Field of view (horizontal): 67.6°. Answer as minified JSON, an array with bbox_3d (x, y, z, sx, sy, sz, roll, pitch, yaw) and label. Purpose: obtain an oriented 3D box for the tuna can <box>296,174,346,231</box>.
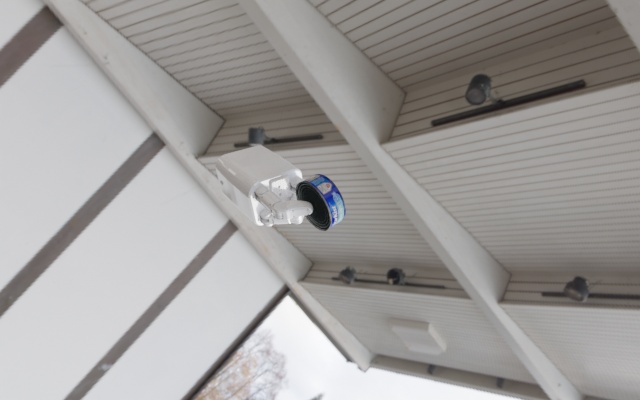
[{"bbox_3d":[0.001,0.002,0.746,0.033,0.086,0.086,-31,15,-27],"label":"tuna can"}]
